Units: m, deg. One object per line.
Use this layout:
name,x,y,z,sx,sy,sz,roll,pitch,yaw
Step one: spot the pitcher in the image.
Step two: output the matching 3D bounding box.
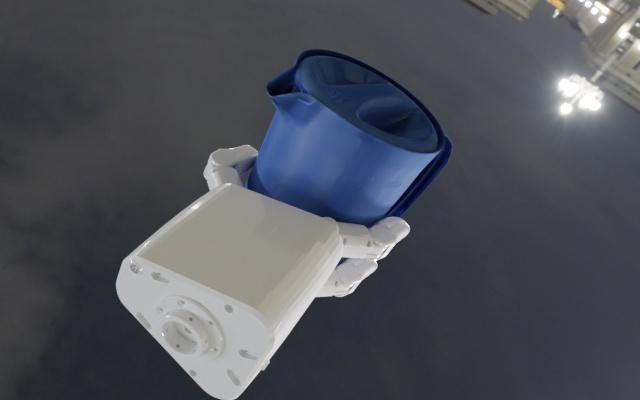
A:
pitcher,0.000,0.001,0.441,0.149,0.243,0.145,35,34,5
